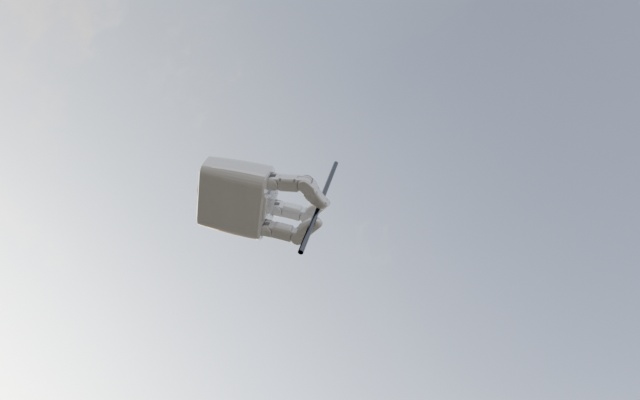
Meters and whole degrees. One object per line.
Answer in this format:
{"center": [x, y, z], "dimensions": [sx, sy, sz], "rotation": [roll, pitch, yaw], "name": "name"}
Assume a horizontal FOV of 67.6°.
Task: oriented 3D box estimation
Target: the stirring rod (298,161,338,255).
{"center": [0.000, 0.002, 0.738], "dimensions": [0.011, 0.011, 0.239], "rotation": [0, 34, 16], "name": "stirring rod"}
